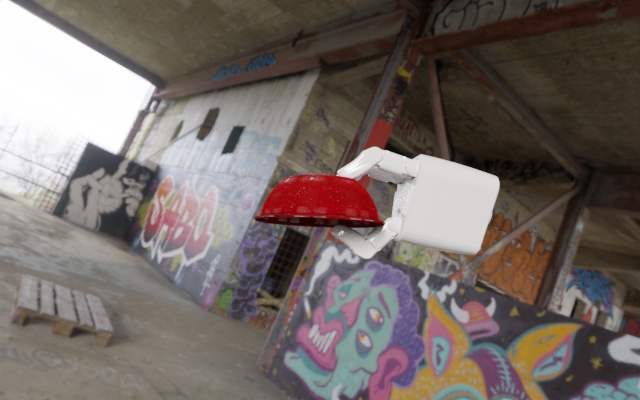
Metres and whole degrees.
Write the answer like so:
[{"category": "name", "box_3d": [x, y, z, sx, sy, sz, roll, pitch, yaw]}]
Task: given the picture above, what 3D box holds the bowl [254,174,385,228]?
[{"category": "bowl", "box_3d": [-0.001, 0.001, 0.593, 0.162, 0.055, 0.162, 2, -6, 0]}]
